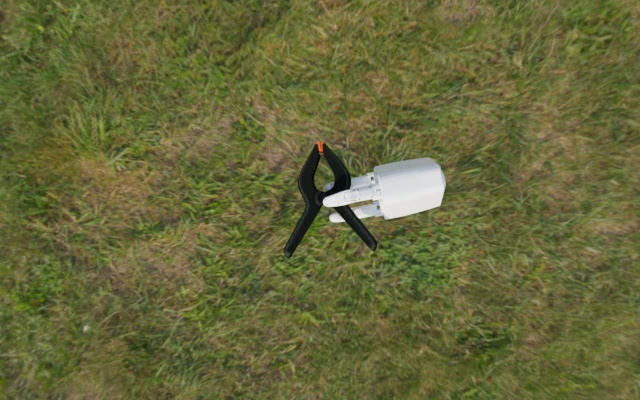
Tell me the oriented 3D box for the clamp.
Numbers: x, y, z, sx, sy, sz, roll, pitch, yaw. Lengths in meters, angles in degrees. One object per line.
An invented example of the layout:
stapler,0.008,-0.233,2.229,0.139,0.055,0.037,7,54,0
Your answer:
clamp,0.000,0.002,0.846,0.164,0.210,0.036,-12,-3,5
